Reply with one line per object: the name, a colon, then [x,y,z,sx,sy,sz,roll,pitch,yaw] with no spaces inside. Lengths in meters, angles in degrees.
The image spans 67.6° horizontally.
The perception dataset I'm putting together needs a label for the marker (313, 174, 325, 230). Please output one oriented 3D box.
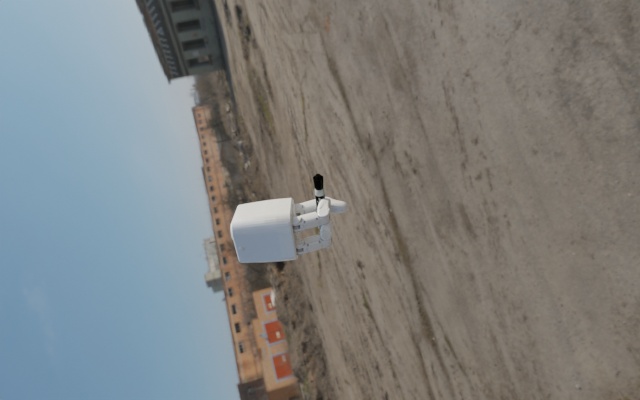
marker: [0.000,0.003,0.880,0.020,0.121,0.020,-4,37,3]
